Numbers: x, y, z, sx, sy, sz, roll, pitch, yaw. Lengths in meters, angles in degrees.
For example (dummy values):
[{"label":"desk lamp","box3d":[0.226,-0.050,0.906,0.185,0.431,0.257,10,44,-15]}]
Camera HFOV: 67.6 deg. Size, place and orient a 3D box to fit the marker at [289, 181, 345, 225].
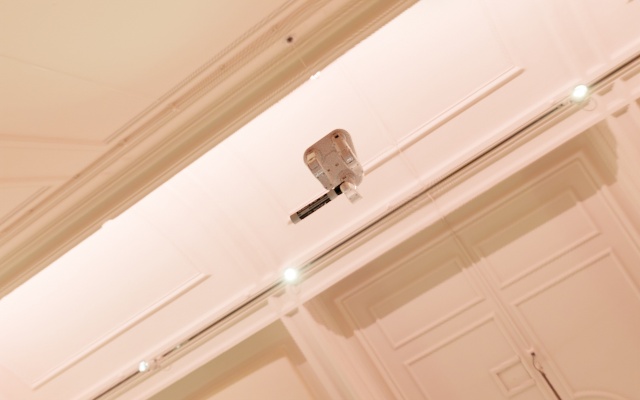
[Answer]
[{"label":"marker","box3d":[0.000,0.003,0.831,0.121,0.020,0.020,-33,-7,11]}]
